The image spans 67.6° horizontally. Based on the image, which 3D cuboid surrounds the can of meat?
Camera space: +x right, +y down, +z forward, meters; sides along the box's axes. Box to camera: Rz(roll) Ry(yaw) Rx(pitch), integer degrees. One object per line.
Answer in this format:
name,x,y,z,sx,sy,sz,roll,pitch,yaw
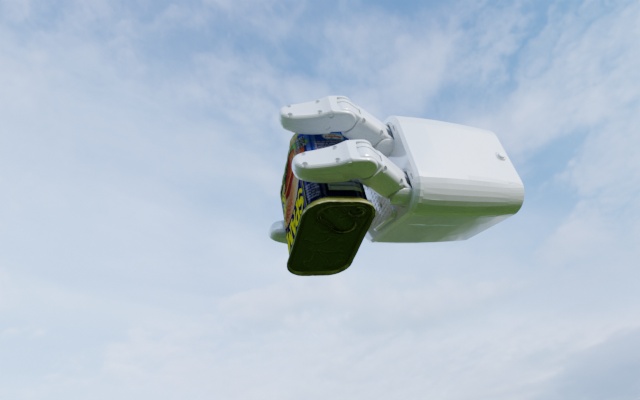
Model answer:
can of meat,0.000,0.001,0.402,0.057,0.084,0.102,1,-40,-15
